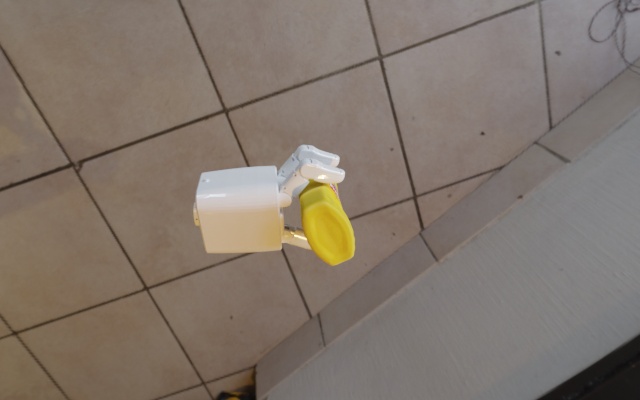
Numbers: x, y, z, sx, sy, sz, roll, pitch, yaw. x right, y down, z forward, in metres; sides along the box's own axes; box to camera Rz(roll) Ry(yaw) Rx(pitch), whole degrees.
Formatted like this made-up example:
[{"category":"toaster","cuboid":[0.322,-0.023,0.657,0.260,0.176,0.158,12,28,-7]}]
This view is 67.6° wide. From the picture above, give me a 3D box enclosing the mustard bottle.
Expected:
[{"category":"mustard bottle","cuboid":[0.000,0.002,0.669,0.058,0.096,0.191,-26,26,5]}]
